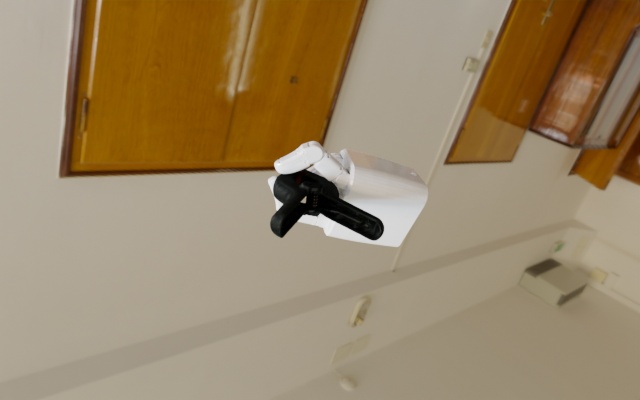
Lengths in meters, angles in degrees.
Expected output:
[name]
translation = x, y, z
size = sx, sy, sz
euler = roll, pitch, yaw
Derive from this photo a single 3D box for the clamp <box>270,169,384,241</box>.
[clamp]
translation = 0.000, 0.002, 0.546
size = 0.120, 0.039, 0.171
euler = 12, 22, -13
